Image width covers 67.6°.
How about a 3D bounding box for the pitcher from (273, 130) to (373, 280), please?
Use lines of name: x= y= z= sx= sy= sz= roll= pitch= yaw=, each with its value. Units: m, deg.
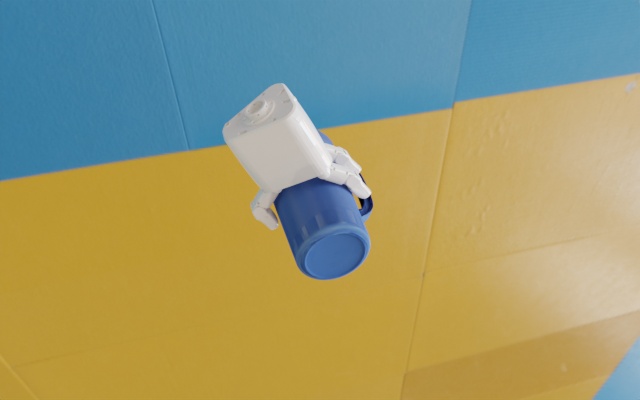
pitcher: x=0.000 y=0.002 z=0.743 sx=0.149 sy=0.242 sz=0.145 roll=-30 pitch=-48 yaw=7
